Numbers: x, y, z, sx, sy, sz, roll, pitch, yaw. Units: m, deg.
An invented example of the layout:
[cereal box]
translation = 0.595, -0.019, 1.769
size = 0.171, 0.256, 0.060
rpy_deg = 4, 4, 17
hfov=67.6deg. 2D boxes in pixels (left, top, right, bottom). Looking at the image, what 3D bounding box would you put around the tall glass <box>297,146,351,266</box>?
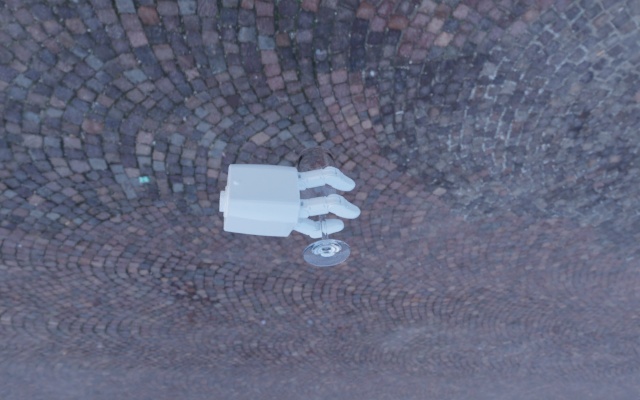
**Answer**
[tall glass]
translation = 0.000, 0.003, 0.786
size = 0.079, 0.200, 0.079
rpy_deg = -4, -37, -3
